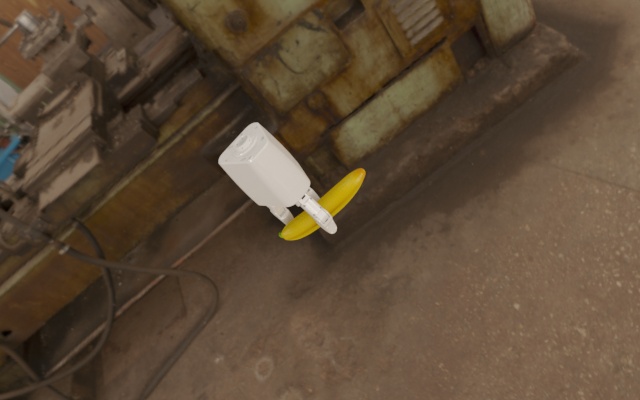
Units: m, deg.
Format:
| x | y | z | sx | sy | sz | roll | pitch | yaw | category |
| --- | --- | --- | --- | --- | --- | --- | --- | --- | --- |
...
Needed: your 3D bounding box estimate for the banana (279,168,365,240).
| x | y | z | sx | sy | sz | roll | pitch | yaw | category |
| --- | --- | --- | --- | --- | --- | --- | --- | --- | --- |
| 0.000 | 0.013 | 0.829 | 0.198 | 0.037 | 0.069 | -37 | 26 | 11 | banana |
